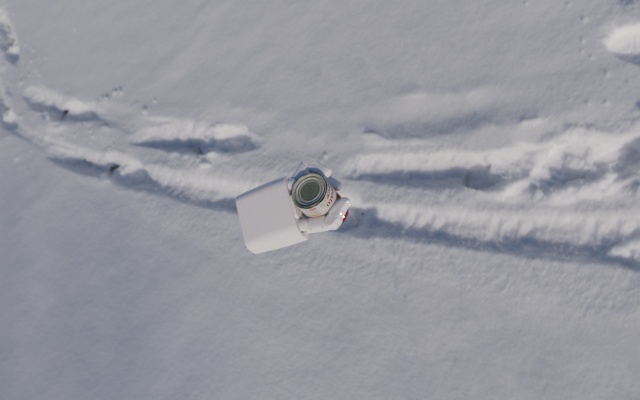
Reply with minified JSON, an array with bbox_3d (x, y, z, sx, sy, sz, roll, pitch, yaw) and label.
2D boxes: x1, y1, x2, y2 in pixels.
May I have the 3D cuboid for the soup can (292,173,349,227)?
[{"bbox_3d":[0.000,0.003,0.841,0.068,0.068,0.102,0,-24,26],"label":"soup can"}]
